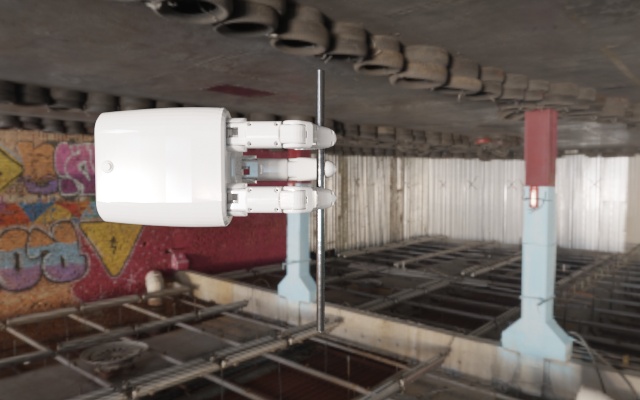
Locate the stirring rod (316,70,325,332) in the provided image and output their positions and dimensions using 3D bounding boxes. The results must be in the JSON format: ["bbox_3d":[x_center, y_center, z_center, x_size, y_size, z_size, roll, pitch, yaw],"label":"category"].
[{"bbox_3d":[0.000,0.001,0.442,0.011,0.239,0.011,0,2,0],"label":"stirring rod"}]
